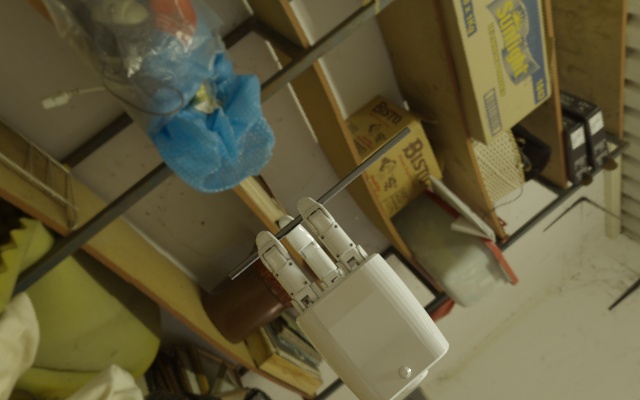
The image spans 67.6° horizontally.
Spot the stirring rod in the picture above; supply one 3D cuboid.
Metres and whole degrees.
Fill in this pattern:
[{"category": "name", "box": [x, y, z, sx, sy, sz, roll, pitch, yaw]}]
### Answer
[{"category": "stirring rod", "box": [0.000, 0.002, 0.496, 0.239, 0.011, 0.011, -40, 2, -3]}]
